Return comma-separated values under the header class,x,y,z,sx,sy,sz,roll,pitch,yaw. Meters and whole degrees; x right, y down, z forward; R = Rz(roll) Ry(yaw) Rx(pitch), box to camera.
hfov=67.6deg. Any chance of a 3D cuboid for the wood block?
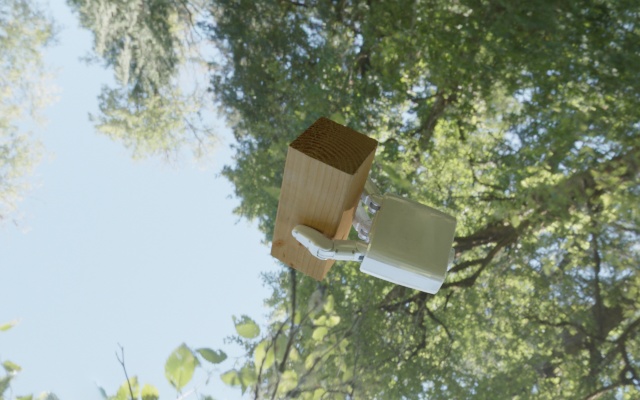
class,x,y,z,sx,sy,sz,roll,pitch,yaw
wood block,0.000,0.003,0.666,0.090,0.206,0.090,26,43,13
